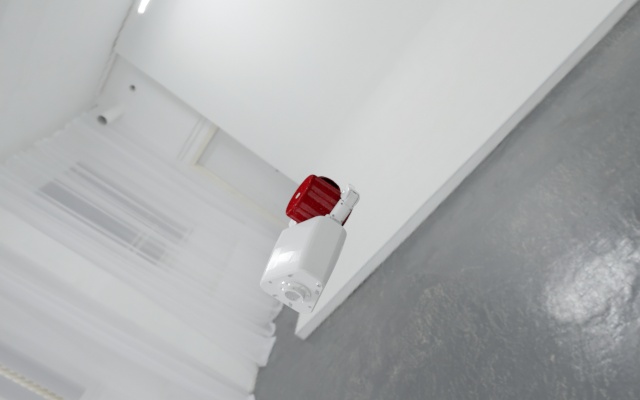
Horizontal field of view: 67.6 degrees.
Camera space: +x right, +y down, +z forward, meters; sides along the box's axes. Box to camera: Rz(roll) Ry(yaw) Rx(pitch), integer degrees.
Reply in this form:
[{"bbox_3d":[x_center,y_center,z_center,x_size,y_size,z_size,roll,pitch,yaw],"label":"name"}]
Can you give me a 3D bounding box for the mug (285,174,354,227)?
[{"bbox_3d":[0.000,0.001,0.788,0.081,0.117,0.093,34,-44,-12],"label":"mug"}]
